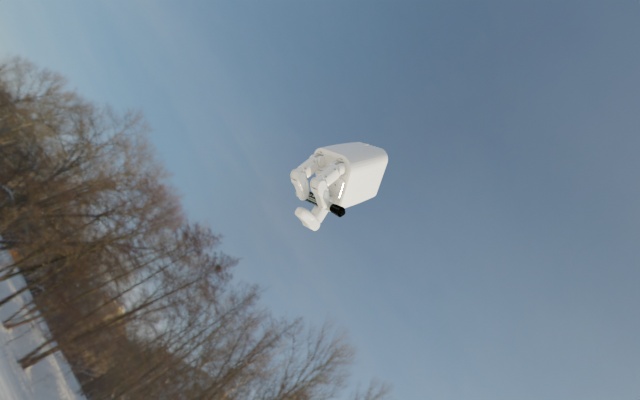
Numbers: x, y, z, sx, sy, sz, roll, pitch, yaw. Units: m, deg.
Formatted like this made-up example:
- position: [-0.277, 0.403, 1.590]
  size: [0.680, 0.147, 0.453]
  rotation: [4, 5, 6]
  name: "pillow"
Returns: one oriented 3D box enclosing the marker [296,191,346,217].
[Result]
- position: [0.000, 0.003, 0.856]
  size: [0.020, 0.020, 0.121]
  rotation: [0, 18, -44]
  name: "marker"
